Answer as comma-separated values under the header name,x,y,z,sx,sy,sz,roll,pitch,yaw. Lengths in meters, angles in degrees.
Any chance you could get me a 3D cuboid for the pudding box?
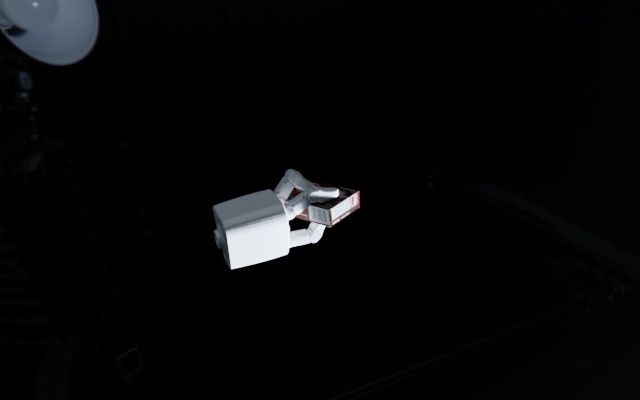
name,x,y,z,sx,sy,sz,roll,pitch,yaw
pudding box,0.000,0.003,0.857,0.113,0.039,0.090,16,33,35
